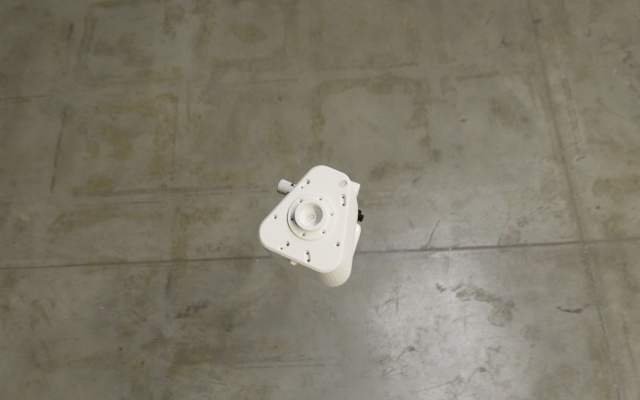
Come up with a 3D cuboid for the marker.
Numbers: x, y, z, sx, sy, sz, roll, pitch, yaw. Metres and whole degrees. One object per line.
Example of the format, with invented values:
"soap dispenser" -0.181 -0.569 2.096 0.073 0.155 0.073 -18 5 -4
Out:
"marker" 0.000 0.002 0.632 0.121 0.020 0.020 22 4 11
